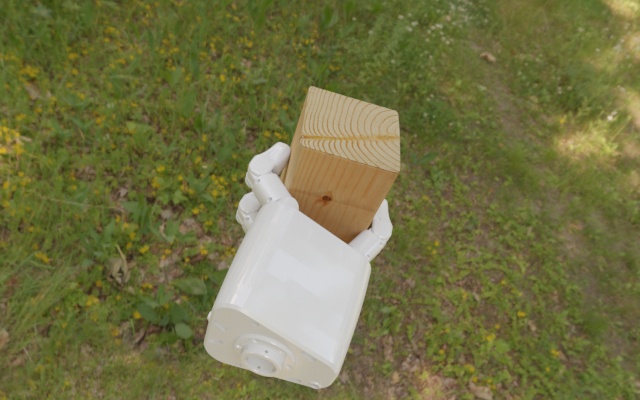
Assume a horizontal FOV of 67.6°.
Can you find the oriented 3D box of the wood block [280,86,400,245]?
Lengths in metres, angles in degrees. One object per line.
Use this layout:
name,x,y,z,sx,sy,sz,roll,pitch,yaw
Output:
wood block,0.000,0.002,0.494,0.091,0.090,0.206,15,-44,-9
